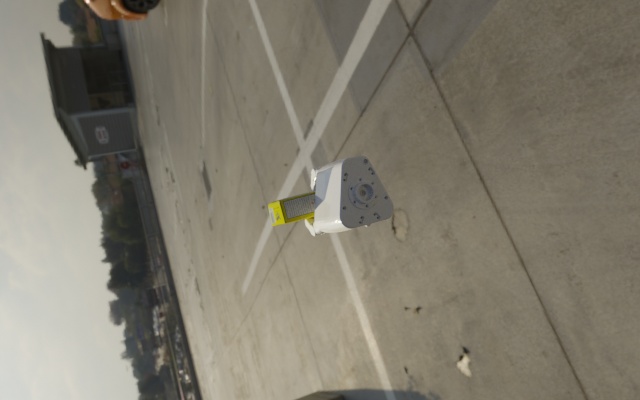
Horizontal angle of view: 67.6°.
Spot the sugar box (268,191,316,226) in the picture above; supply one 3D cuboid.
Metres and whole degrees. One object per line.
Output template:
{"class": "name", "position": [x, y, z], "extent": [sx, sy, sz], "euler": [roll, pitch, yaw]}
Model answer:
{"class": "sugar box", "position": [0.000, 0.003, 0.866], "extent": [0.176, 0.048, 0.093], "euler": [-13, -1, -20]}
